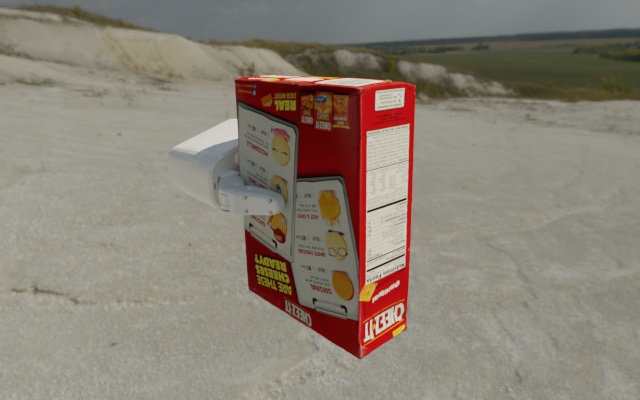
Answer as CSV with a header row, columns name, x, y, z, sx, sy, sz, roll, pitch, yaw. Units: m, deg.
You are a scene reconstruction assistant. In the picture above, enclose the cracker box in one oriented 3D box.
name,x,y,z,sx,sy,sz,roll,pitch,yaw
cracker box,0.000,0.001,0.422,0.072,0.214,0.164,-16,23,-38
